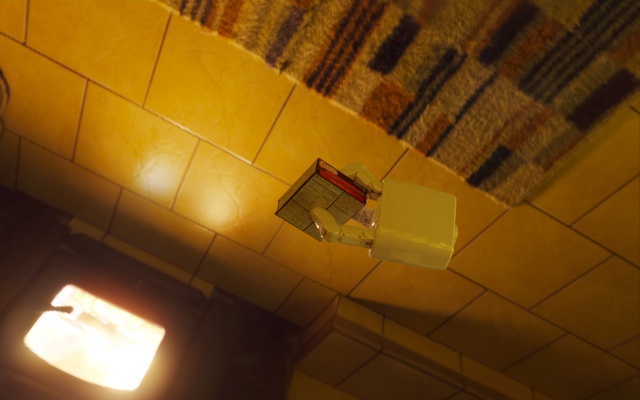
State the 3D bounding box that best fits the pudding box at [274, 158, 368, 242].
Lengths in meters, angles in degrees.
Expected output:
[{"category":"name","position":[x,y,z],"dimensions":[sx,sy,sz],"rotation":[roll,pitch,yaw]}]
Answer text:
[{"category":"pudding box","position":[0.000,0.002,0.694],"dimensions":[0.090,0.039,0.113],"rotation":[33,-52,-17]}]
